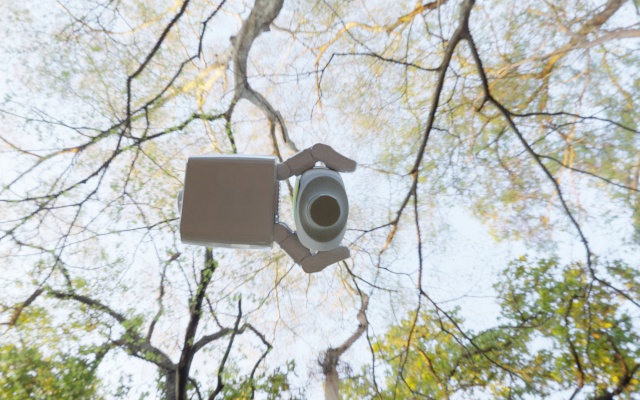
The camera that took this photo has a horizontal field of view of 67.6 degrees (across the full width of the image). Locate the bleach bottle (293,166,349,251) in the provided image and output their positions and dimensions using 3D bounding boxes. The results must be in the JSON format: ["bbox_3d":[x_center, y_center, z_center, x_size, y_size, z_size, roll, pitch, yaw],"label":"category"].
[{"bbox_3d":[0.000,0.002,0.555,0.068,0.102,0.251,3,0,-2],"label":"bleach bottle"}]
